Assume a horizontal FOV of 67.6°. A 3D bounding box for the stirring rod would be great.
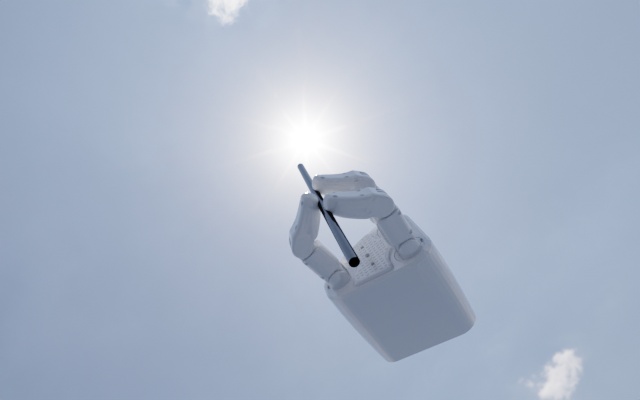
[{"bbox_3d":[0.000,0.002,0.432,0.011,0.011,0.239,0,20,-12],"label":"stirring rod"}]
